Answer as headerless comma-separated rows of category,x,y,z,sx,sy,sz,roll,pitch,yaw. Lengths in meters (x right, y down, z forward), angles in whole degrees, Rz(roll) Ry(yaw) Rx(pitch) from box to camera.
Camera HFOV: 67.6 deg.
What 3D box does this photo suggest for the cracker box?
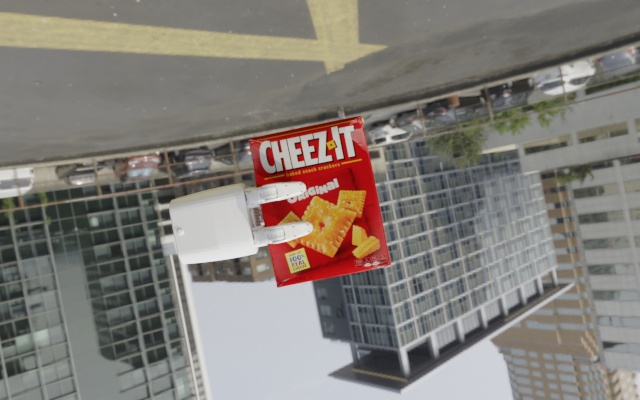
cracker box,0.000,0.002,0.680,0.164,0.213,0.072,-11,0,3
